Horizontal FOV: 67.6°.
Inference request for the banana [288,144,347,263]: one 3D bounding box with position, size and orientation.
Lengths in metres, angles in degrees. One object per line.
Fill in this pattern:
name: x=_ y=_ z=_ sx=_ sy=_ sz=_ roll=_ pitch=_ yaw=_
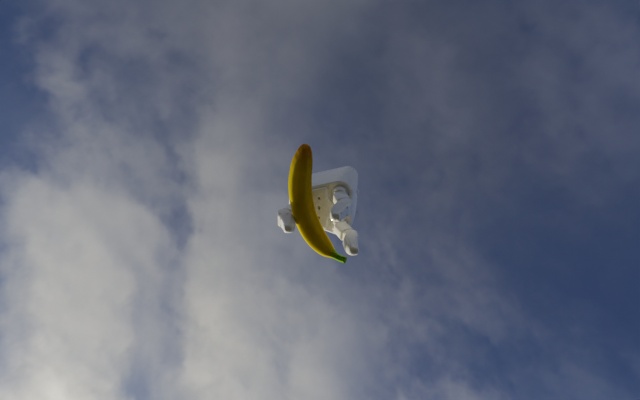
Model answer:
banana: x=-0.015 y=0.009 z=0.750 sx=0.069 sy=0.198 sz=0.037 roll=-13 pitch=17 yaw=25
